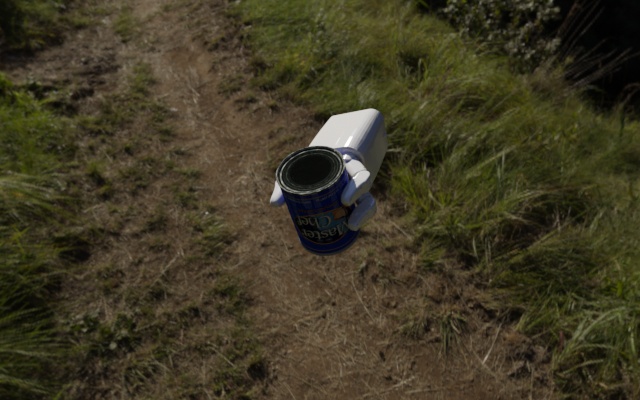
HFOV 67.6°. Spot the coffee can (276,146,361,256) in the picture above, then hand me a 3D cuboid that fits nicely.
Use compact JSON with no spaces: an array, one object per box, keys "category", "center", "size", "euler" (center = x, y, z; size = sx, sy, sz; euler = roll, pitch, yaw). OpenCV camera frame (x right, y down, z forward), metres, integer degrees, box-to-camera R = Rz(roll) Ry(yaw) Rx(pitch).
[{"category":"coffee can","center":[0.000,0.003,0.730],"size":[0.103,0.102,0.140],"euler":[0,-43,17]}]
